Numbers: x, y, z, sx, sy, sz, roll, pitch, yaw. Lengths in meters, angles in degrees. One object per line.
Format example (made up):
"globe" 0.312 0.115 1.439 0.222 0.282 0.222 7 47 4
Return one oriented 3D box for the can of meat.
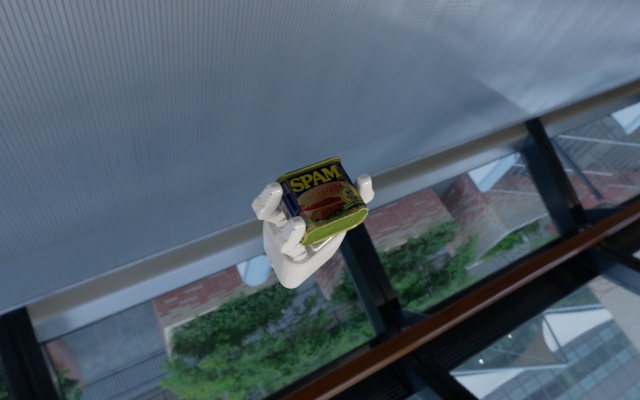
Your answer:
"can of meat" 0.000 0.002 0.616 0.102 0.084 0.057 -21 -23 -22
